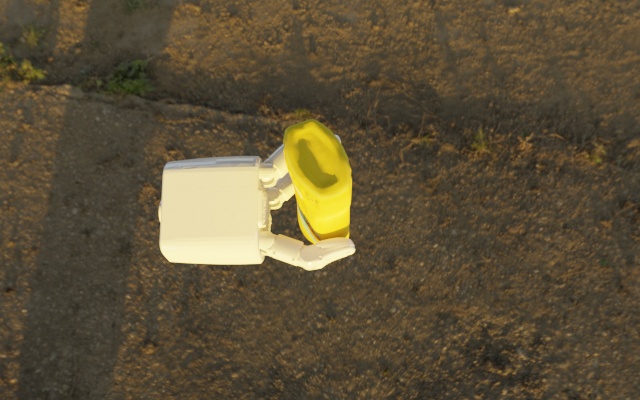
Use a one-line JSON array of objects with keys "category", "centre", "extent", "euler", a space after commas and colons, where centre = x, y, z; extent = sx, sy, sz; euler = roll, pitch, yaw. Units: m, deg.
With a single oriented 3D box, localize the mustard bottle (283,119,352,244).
[{"category": "mustard bottle", "centre": [0.000, 0.002, 0.538], "extent": [0.058, 0.096, 0.192], "euler": [-23, -26, -9]}]
